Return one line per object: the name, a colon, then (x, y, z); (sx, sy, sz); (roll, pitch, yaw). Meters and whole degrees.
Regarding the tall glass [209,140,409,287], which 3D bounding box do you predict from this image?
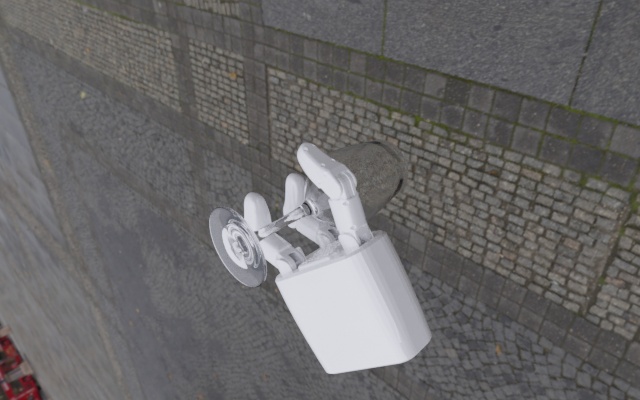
tall glass: (0.000, 0.002, 0.452); (0.201, 0.079, 0.079); (-29, 18, -37)
